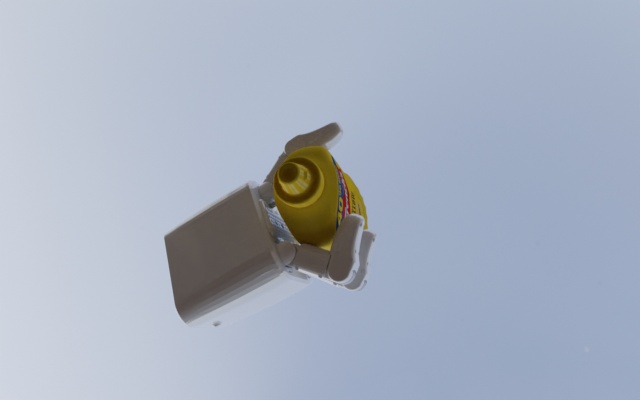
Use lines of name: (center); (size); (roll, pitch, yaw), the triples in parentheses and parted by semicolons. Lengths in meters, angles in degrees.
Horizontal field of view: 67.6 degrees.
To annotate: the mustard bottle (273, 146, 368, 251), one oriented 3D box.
mustard bottle: (0.000, 0.001, 0.454); (0.058, 0.096, 0.192); (-6, -15, 15)
